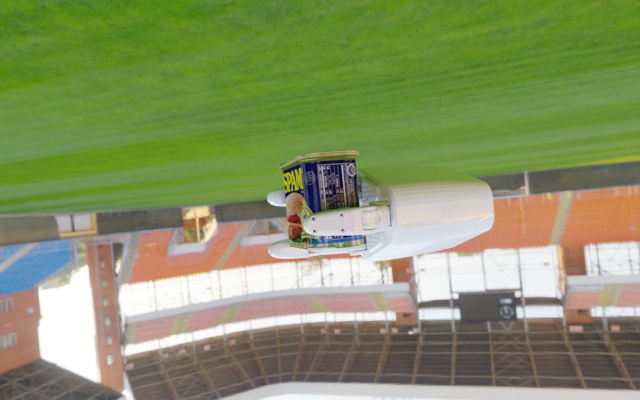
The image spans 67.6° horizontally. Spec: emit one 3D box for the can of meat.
[{"bbox_3d":[0.000,0.002,0.453,0.057,0.084,0.102,-5,-1,-18],"label":"can of meat"}]
